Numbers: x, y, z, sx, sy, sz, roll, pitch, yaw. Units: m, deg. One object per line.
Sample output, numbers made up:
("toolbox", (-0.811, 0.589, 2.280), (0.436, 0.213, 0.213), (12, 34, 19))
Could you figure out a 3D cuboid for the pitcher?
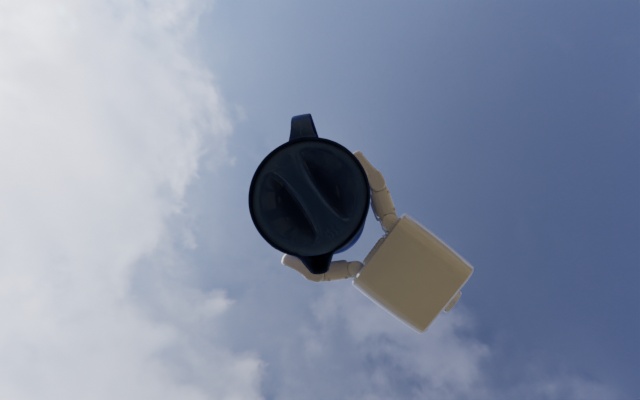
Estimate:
("pitcher", (0.000, 0.002, 0.626), (0.145, 0.149, 0.243), (35, -3, 10))
